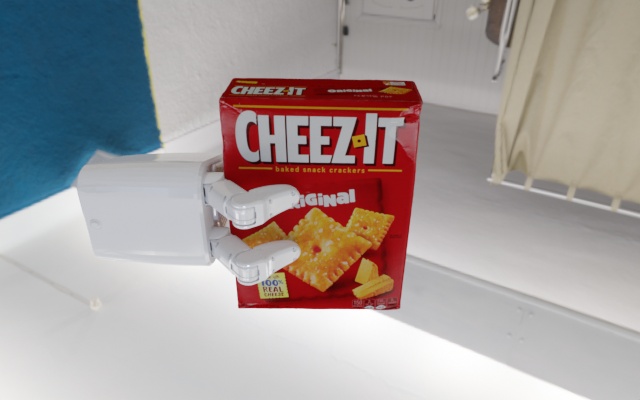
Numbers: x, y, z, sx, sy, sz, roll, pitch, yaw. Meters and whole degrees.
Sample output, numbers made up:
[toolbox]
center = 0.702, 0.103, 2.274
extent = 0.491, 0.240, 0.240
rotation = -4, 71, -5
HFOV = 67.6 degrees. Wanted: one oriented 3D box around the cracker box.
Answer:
[cracker box]
center = 0.000, 0.002, 0.443
extent = 0.164, 0.214, 0.072
rotation = 1, 29, 1
